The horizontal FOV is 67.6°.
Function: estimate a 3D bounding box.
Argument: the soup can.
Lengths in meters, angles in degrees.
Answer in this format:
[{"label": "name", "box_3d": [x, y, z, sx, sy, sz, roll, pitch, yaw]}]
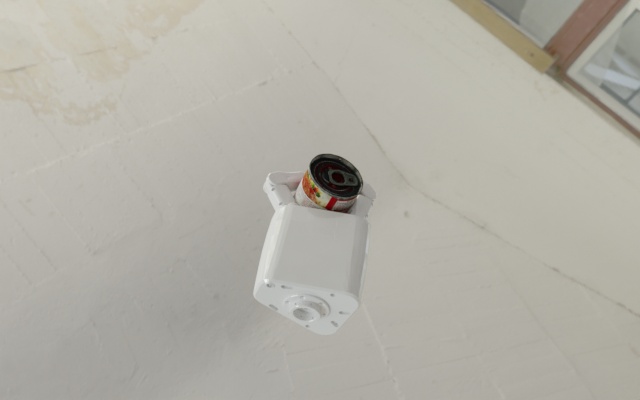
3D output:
[{"label": "soup can", "box_3d": [0.000, 0.002, 0.584, 0.068, 0.068, 0.102, 0, -38, -28]}]
